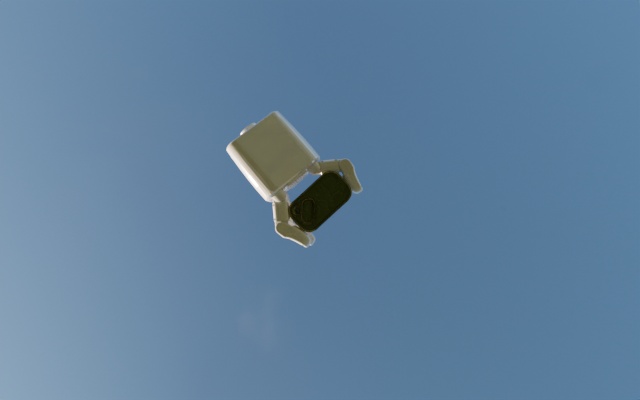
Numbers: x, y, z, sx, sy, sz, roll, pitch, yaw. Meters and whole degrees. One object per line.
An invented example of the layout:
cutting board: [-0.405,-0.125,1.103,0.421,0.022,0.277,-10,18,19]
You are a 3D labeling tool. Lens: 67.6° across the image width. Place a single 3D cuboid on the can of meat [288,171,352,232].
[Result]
can of meat: [0.000,0.003,0.776,0.102,0.057,0.084,-43,-2,0]
